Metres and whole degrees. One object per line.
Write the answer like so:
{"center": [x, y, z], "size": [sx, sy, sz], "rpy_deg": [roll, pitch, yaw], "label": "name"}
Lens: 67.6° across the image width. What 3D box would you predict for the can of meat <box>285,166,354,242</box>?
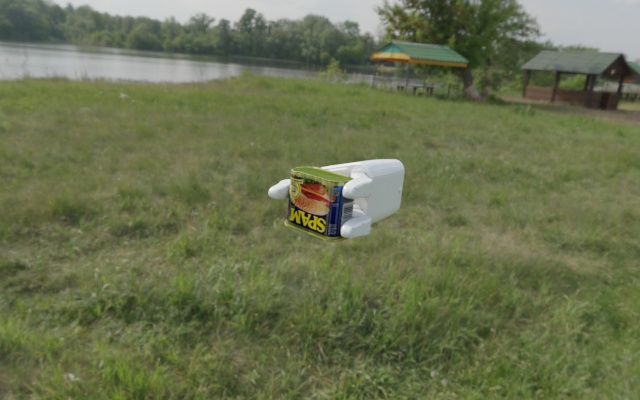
{"center": [0.000, 0.002, 0.672], "size": [0.102, 0.084, 0.057], "rpy_deg": [18, 20, 40], "label": "can of meat"}
